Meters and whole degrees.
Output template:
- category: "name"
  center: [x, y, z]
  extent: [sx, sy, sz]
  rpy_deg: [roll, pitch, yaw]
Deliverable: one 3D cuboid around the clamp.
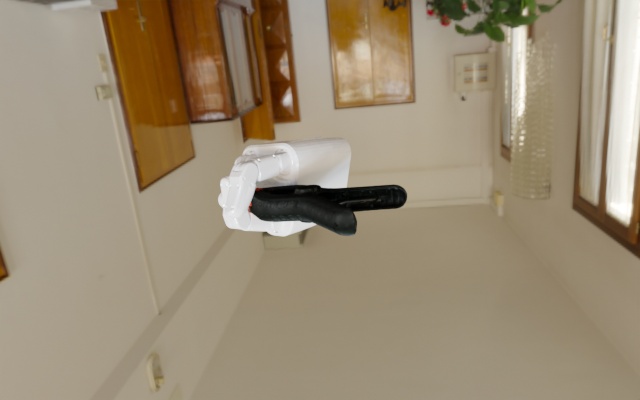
- category: "clamp"
  center: [0.000, 0.002, 0.492]
  extent: [0.171, 0.039, 0.120]
  rpy_deg: [9, 13, 41]
